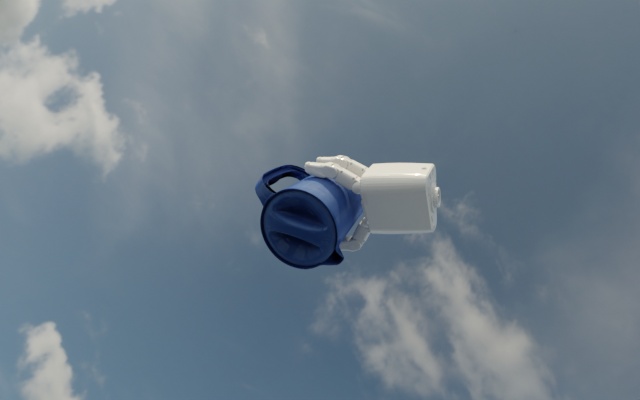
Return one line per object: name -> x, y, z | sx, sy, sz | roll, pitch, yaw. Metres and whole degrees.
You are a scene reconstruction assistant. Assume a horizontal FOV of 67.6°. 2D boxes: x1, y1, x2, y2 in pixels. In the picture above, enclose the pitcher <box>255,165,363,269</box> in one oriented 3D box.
pitcher -> 0.000, 0.003, 0.835 | 0.145, 0.149, 0.242 | -1, 18, 23
